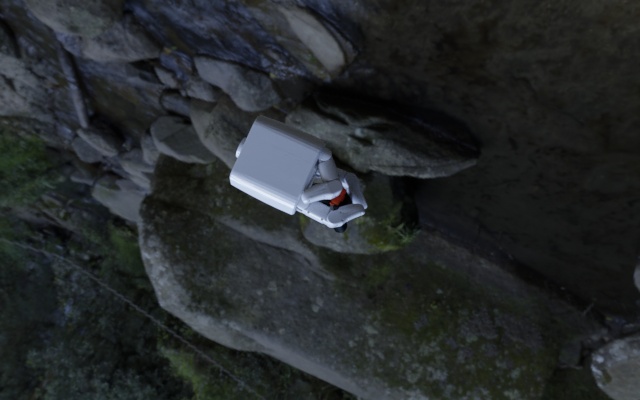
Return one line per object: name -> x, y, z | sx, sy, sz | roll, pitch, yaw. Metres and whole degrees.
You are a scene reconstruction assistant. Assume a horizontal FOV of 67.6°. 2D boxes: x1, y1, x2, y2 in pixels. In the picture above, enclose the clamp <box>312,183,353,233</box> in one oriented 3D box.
clamp -> 0.000, 0.003, 0.778 | 0.120, 0.039, 0.171 | 25, -18, 1
